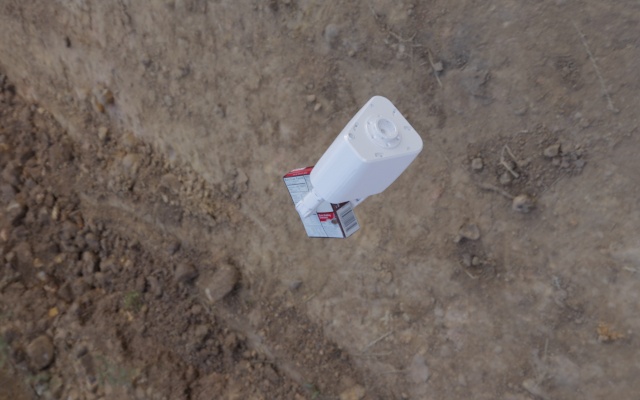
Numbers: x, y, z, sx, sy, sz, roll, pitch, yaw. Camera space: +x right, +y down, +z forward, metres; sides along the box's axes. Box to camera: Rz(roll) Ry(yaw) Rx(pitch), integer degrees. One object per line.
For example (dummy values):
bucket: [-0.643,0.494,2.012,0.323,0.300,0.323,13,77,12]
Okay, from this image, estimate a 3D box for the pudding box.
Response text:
pudding box: [0.000,0.002,0.729,0.039,0.113,0.090,-33,19,-36]
